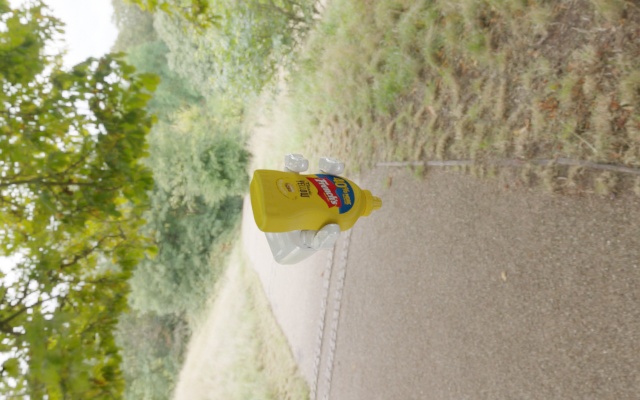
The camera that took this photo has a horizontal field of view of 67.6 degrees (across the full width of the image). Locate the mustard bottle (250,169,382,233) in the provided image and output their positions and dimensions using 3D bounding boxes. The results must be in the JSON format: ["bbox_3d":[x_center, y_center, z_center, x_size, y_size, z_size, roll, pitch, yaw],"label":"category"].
[{"bbox_3d":[0.000,0.002,0.683,0.191,0.058,0.096,2,44,-23],"label":"mustard bottle"}]
